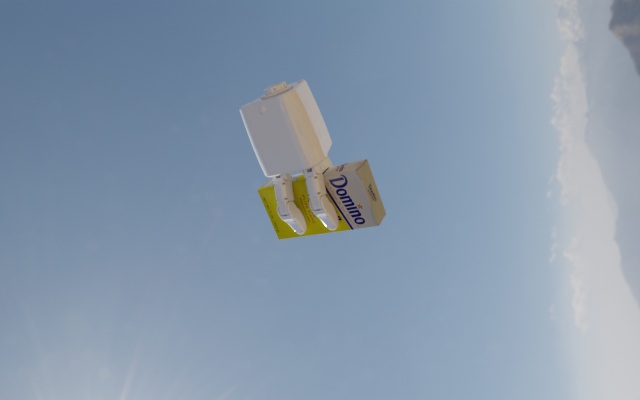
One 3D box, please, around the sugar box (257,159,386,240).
[{"bbox_3d":[0.000,0.002,0.717,0.176,0.093,0.048,-10,23,32],"label":"sugar box"}]
